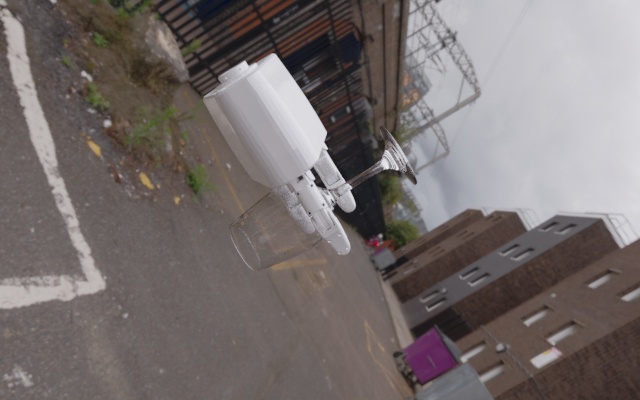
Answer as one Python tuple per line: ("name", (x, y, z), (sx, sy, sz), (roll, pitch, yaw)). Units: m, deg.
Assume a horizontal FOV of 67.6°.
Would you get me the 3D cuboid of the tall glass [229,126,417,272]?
("tall glass", (0.001, 0.002, 0.525), (0.201, 0.079, 0.079), (-31, -2, 4))
